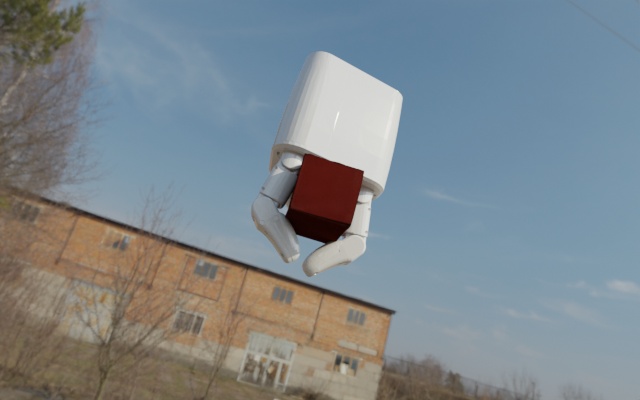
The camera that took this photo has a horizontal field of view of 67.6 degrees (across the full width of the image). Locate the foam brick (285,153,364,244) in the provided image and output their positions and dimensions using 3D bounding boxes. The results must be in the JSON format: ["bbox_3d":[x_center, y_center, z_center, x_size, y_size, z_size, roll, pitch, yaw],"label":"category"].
[{"bbox_3d":[0.000,0.001,0.415,0.053,0.051,0.078,18,-18,-4],"label":"foam brick"}]
